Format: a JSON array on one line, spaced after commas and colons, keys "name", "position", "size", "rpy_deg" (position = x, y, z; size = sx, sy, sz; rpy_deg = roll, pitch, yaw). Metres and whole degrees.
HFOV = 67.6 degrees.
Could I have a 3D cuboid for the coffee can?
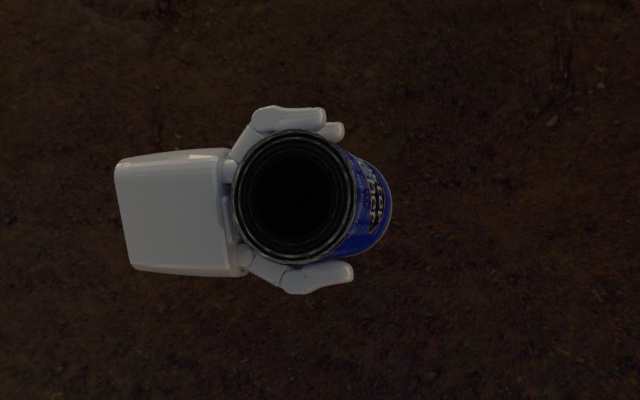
[{"name": "coffee can", "position": [0.000, 0.001, 0.420], "size": [0.103, 0.103, 0.140], "rpy_deg": [0, -4, 19]}]
